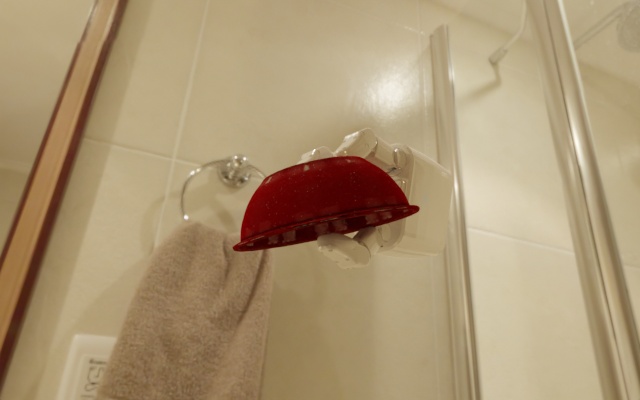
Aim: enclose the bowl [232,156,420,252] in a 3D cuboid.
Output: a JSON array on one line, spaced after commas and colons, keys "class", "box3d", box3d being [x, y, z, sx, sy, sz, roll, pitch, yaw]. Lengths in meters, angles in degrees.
[{"class": "bowl", "box3d": [-0.001, 0.001, 0.411, 0.162, 0.055, 0.162, -12, -8, -2]}]
